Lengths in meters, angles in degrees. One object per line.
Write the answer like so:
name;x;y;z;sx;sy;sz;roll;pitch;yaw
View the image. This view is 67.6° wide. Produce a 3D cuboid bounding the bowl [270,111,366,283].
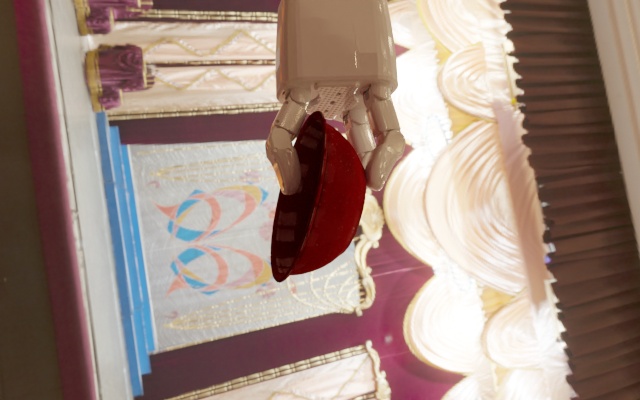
bowl;0.000;0.003;0.449;0.055;0.162;0.162;14;-4;-15
